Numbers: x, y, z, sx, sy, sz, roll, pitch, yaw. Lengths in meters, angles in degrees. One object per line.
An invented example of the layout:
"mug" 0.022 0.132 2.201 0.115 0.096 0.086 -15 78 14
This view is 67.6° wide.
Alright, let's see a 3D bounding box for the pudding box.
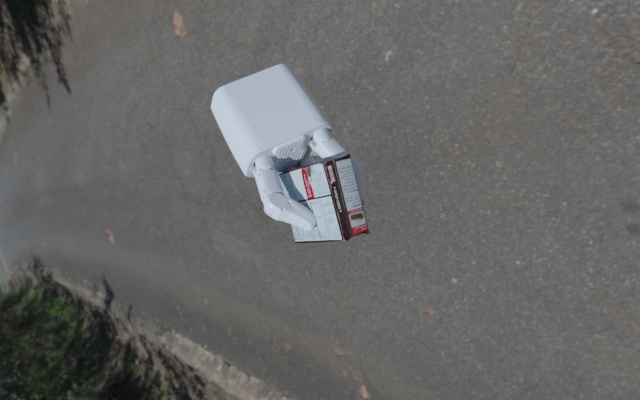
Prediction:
"pudding box" 0.000 0.002 0.546 0.039 0.090 0.113 -17 4 -30
